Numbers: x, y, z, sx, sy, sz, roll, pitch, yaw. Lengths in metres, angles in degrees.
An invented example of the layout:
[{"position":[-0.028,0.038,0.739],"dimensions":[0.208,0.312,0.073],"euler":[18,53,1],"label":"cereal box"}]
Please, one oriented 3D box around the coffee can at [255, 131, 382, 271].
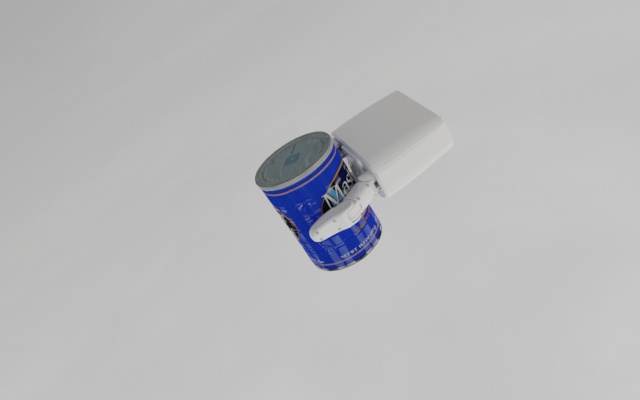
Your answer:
[{"position":[0.000,0.002,0.586],"dimensions":[0.103,0.140,0.102],"euler":[-25,29,15],"label":"coffee can"}]
